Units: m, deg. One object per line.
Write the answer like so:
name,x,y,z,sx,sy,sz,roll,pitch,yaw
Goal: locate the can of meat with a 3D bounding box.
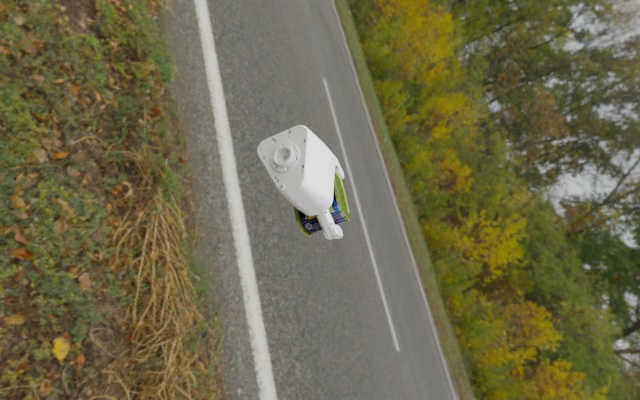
can of meat,0.000,0.003,0.854,0.084,0.102,0.057,-21,-29,16
